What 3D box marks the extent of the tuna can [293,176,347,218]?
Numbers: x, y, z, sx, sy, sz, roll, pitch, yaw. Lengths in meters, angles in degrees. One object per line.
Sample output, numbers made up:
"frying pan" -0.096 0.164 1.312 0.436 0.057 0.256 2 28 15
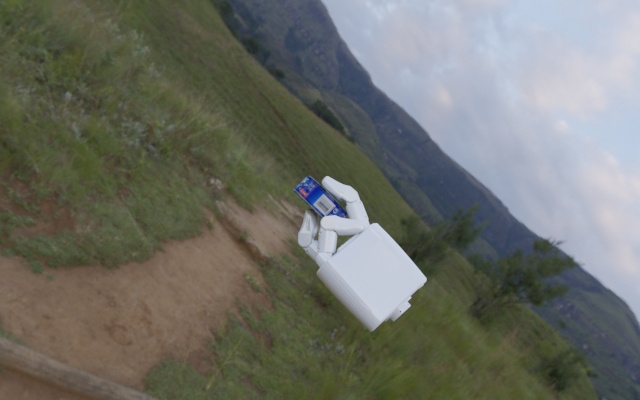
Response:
"tuna can" 0.000 0.002 0.721 0.086 0.034 0.086 44 -1 1
